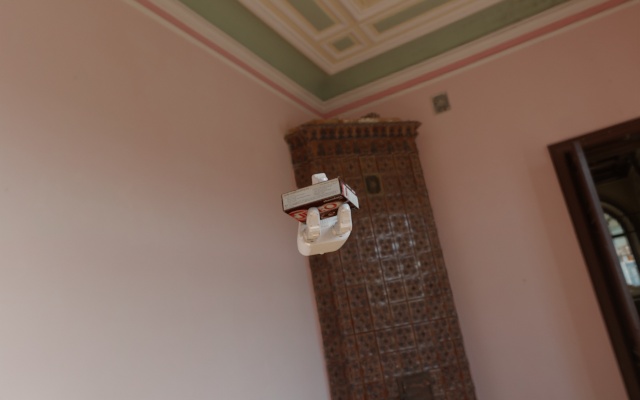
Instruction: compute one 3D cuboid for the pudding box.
[{"bbox_3d":[0.000,0.003,0.838,0.113,0.039,0.090,-19,-23,17],"label":"pudding box"}]
